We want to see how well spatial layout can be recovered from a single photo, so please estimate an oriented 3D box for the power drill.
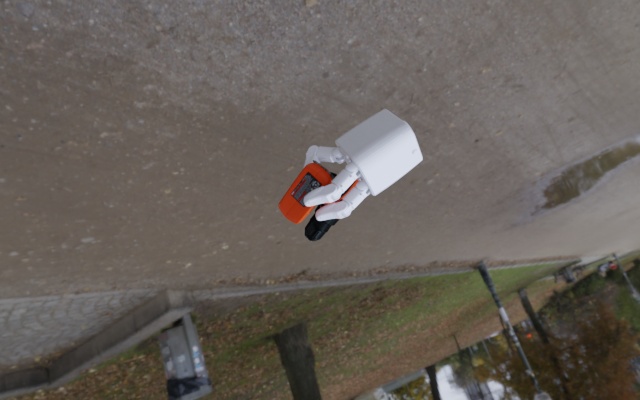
[{"bbox_3d":[0.000,0.003,0.877,0.057,0.184,0.187,40,14,20],"label":"power drill"}]
